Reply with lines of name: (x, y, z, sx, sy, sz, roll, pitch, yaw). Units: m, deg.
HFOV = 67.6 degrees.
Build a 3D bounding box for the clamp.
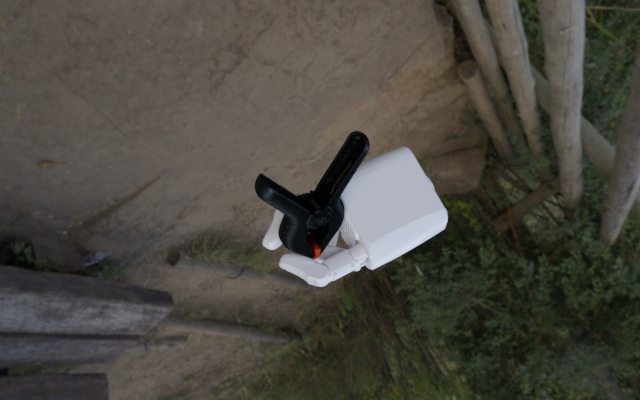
clamp: (0.000, 0.002, 0.497, 0.120, 0.039, 0.172, -26, -29, -10)
